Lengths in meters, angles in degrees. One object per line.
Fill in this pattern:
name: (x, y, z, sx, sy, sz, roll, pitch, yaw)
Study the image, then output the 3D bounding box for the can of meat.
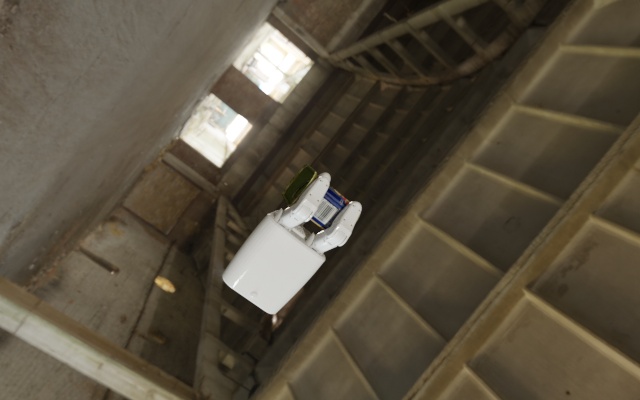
can of meat: (0.000, 0.002, 0.657, 0.084, 0.057, 0.102, 39, 3, -15)
